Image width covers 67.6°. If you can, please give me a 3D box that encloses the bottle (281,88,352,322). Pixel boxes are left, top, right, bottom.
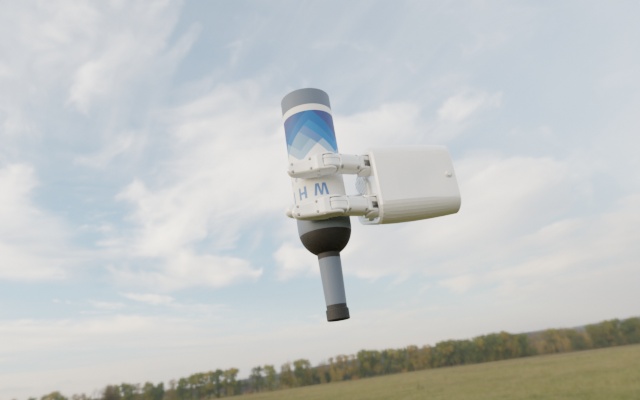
[{"bbox_3d":[0.000,0.002,0.603,0.069,0.295,0.069,-8,-19,-3],"label":"bottle"}]
